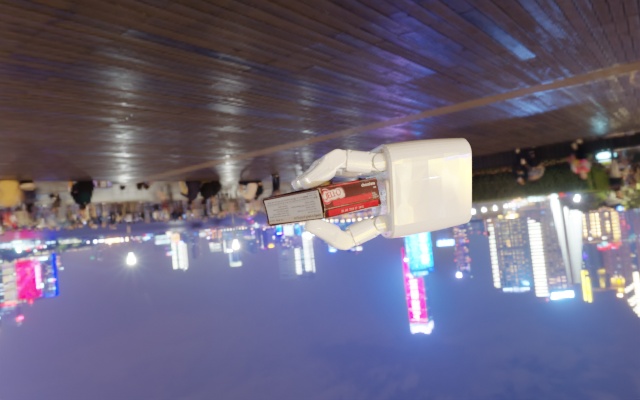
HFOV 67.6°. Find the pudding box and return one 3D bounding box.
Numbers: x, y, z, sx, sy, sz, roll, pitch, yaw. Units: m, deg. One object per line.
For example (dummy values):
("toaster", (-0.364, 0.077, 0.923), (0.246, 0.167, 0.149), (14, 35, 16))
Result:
("pudding box", (0.000, 0.002, 0.560), (0.090, 0.039, 0.113), (-10, -2, -40))
